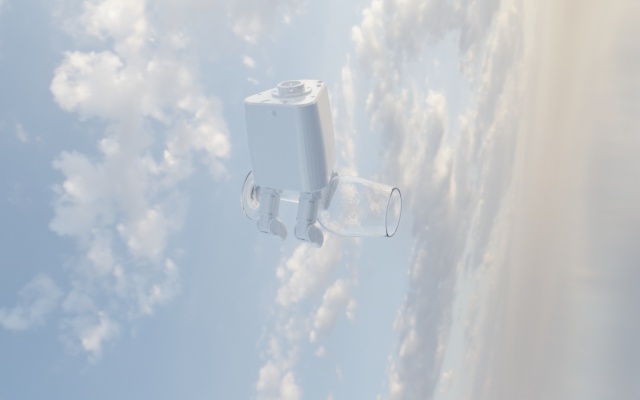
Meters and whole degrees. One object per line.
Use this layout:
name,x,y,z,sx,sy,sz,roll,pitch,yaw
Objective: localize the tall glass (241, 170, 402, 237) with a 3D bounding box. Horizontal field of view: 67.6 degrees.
tall glass,0.000,0.002,0.622,0.201,0.079,0.079,8,3,25
